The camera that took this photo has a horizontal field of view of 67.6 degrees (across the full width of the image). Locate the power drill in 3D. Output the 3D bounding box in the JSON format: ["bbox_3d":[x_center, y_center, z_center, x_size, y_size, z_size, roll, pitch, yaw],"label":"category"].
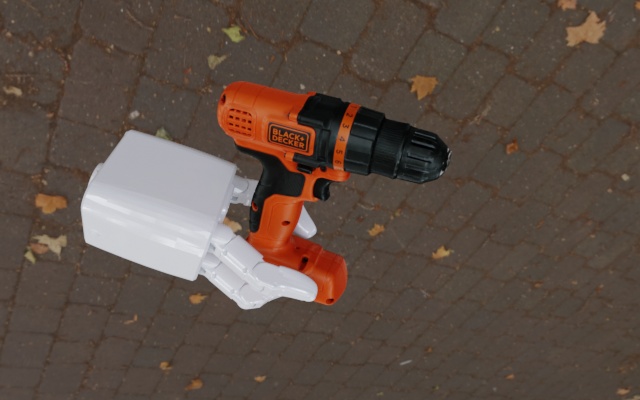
[{"bbox_3d":[0.000,0.002,0.411,0.184,0.188,0.057,18,35,12],"label":"power drill"}]
